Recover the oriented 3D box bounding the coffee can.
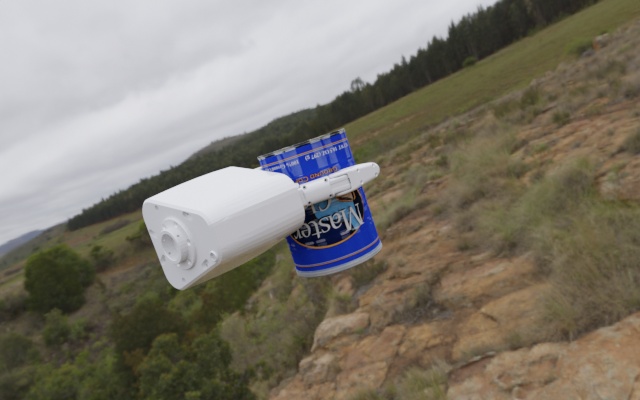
[{"bbox_3d":[0.000,0.002,0.538,0.103,0.140,0.103,-18,7,2],"label":"coffee can"}]
